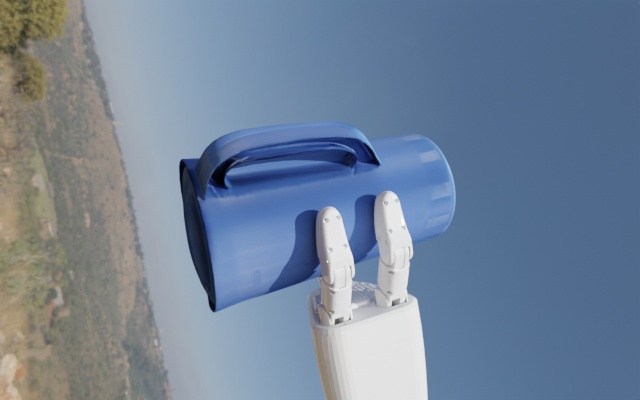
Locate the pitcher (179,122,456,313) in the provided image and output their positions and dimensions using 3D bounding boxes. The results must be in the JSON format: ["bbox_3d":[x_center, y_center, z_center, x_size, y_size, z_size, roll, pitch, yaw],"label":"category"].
[{"bbox_3d":[0.000,0.002,0.438,0.243,0.145,0.149,-13,7,-20],"label":"pitcher"}]
